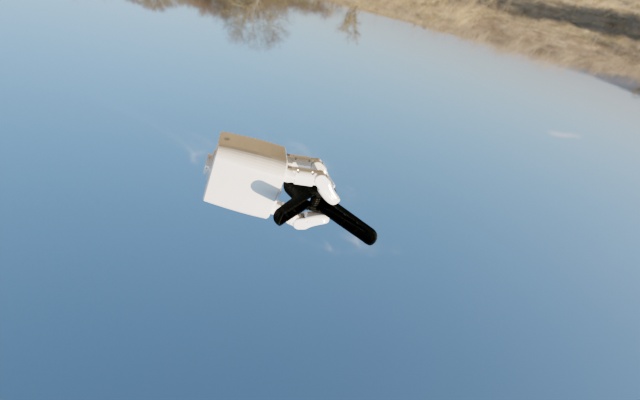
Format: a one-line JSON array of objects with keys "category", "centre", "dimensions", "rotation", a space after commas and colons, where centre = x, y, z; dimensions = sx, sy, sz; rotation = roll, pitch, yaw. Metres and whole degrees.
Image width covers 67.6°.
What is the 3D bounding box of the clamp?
[{"category": "clamp", "centre": [0.000, 0.003, 0.775], "dimensions": [0.164, 0.036, 0.210], "rotation": [18, 22, -15]}]
